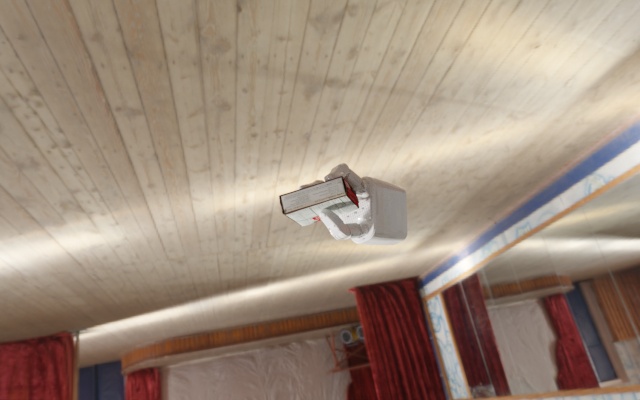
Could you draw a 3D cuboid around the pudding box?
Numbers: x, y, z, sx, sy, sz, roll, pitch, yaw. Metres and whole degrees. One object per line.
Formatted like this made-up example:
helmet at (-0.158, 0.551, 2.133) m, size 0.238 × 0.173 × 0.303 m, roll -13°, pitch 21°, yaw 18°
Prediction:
pudding box at (0.000, 0.003, 0.793) m, size 0.113 × 0.039 × 0.090 m, roll -19°, pitch -20°, yaw 12°
